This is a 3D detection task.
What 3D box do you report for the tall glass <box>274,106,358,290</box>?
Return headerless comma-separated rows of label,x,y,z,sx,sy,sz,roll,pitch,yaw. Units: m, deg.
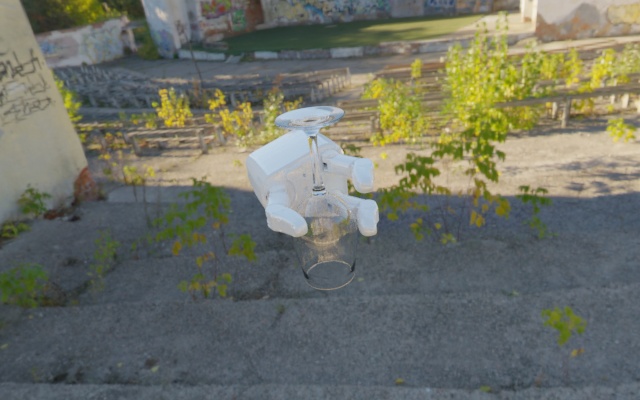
tall glass,0.000,0.001,0.538,0.079,0.201,0.079,-6,26,3
